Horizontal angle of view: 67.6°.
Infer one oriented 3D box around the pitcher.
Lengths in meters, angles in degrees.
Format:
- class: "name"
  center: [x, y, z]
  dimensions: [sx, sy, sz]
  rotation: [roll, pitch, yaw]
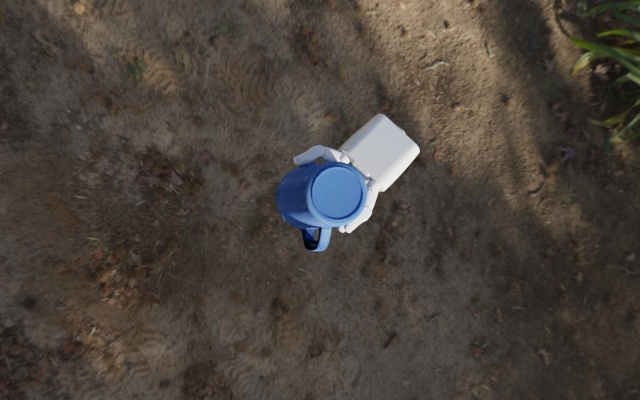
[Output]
- class: "pitcher"
  center: [0.000, 0.003, 0.890]
  dimensions: [0.145, 0.149, 0.243]
  rotation: [-44, 8, -11]
